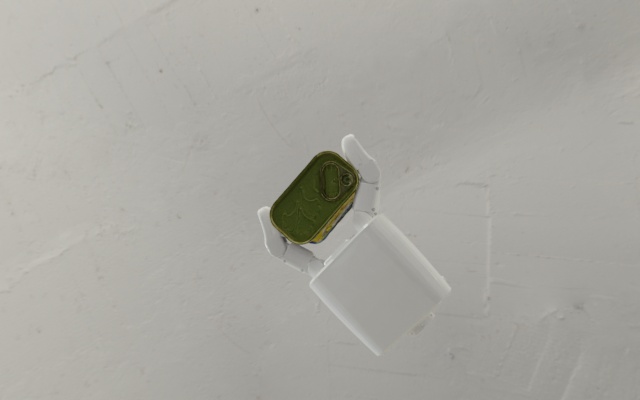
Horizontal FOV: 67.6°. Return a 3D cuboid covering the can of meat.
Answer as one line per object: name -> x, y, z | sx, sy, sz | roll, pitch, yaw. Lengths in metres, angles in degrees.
can of meat -> 0.000, 0.002, 0.535 | 0.057, 0.102, 0.084 | 41, 1, 12
